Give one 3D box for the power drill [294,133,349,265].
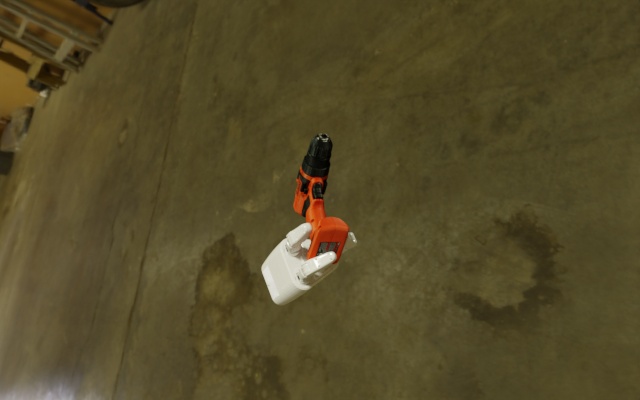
[{"bbox_3d":[0.000,0.003,0.830,0.057,0.185,0.187,1,44,-14],"label":"power drill"}]
